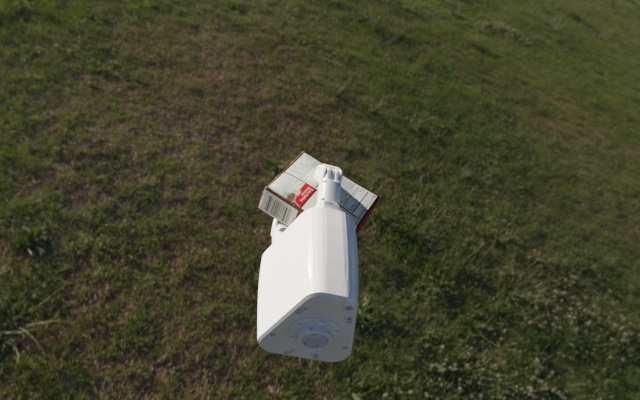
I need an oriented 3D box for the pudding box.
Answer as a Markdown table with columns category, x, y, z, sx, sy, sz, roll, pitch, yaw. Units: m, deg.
| category | x | y | z | sx | sy | sz | roll | pitch | yaw |
| --- | --- | --- | --- | --- | --- | --- | --- | --- | --- |
| pudding box | 0.000 | 0.002 | 0.555 | 0.113 | 0.039 | 0.090 | 33 | 43 | 8 |
